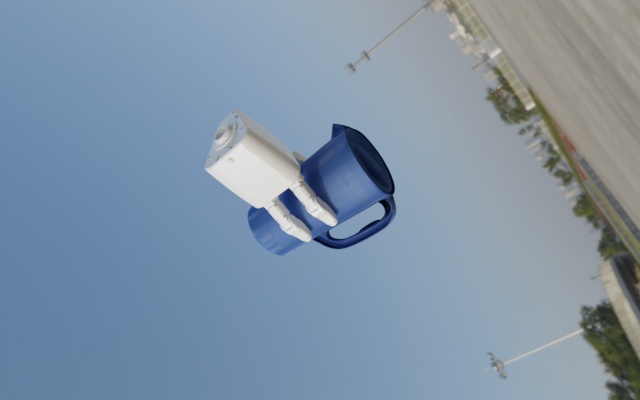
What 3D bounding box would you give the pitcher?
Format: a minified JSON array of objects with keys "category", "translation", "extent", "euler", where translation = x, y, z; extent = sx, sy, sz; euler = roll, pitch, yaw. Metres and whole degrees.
[{"category":"pitcher","translation":[0.000,0.003,0.808],"extent":[0.243,0.149,0.145],"euler":[-35,-50,24]}]
